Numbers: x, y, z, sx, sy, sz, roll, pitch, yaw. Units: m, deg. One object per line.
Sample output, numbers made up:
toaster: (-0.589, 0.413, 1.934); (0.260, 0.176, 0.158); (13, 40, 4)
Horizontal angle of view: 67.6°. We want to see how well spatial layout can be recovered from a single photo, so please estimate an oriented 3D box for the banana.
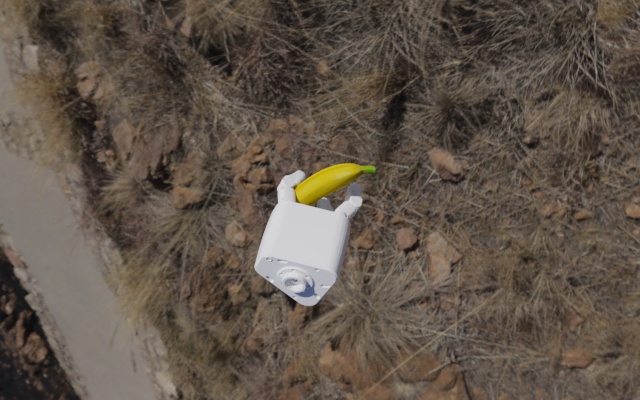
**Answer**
banana: (-0.009, -0.007, 0.744); (0.198, 0.037, 0.070); (-31, -42, 28)
